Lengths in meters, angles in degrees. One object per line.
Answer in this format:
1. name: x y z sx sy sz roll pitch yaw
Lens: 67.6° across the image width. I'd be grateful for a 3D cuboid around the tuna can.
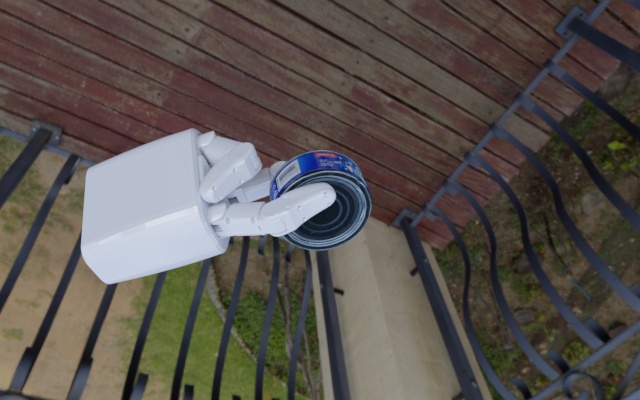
1. tuna can: 0.000 0.002 0.412 0.086 0.086 0.033 0 34 -12
